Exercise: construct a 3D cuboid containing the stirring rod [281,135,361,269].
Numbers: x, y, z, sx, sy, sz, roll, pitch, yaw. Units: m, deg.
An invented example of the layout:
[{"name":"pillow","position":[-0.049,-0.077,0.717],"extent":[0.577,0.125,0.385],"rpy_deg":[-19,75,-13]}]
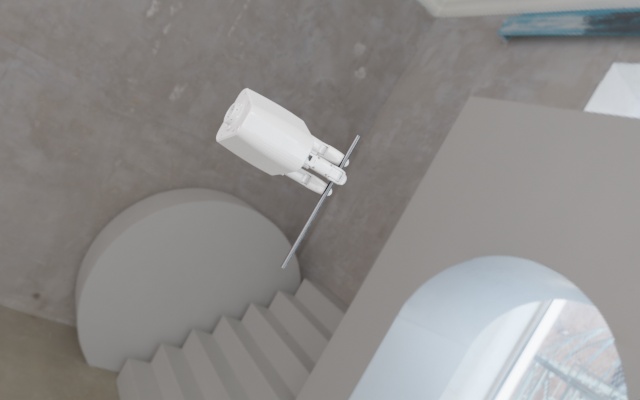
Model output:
[{"name":"stirring rod","position":[0.000,0.003,0.755],"extent":[0.011,0.239,0.011],"rpy_deg":[30,1,-1]}]
